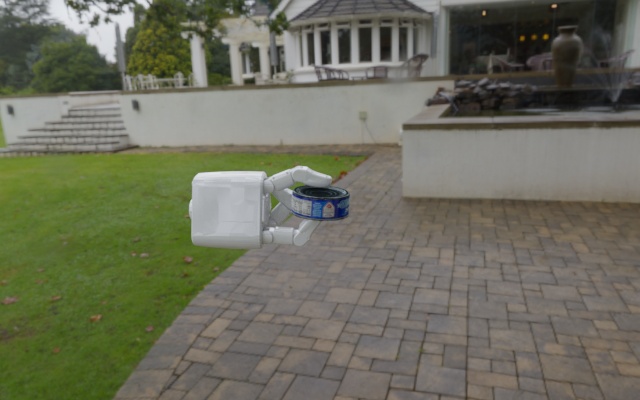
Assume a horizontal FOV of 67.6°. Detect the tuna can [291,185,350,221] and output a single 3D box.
[{"bbox_3d":[0.000,0.002,0.700,0.086,0.034,0.086,3,14,-1],"label":"tuna can"}]
